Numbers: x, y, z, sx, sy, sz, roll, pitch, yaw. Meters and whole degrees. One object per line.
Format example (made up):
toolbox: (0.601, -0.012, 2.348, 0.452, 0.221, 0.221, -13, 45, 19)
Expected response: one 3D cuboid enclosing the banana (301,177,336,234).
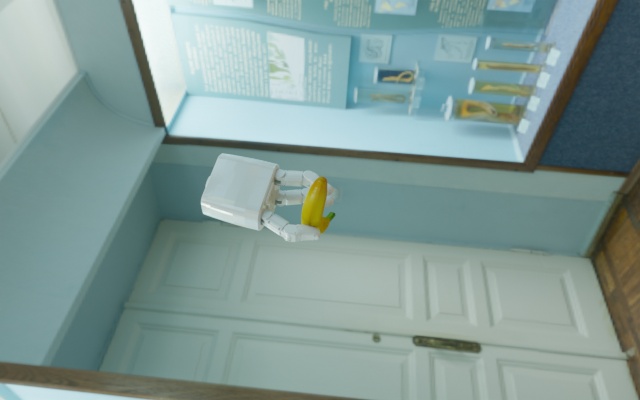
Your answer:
banana: (-0.007, 0.020, 0.807, 0.037, 0.069, 0.198, 23, -14, 11)
